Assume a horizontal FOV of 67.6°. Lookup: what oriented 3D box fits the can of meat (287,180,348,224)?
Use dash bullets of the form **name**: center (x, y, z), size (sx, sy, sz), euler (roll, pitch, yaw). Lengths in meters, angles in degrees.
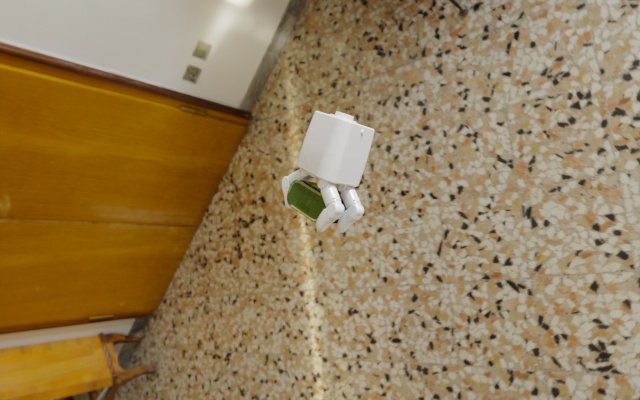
- **can of meat**: center (0.000, 0.003, 0.867), size (0.102, 0.057, 0.084), euler (31, 16, 38)
